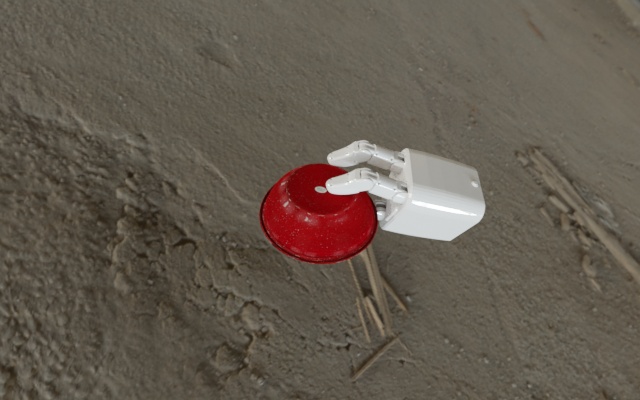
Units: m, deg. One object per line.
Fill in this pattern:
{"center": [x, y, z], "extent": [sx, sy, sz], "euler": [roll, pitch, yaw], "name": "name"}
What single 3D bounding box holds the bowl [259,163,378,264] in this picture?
{"center": [-0.001, 0.002, 0.627], "extent": [0.162, 0.162, 0.055], "euler": [0, -41, -6], "name": "bowl"}
